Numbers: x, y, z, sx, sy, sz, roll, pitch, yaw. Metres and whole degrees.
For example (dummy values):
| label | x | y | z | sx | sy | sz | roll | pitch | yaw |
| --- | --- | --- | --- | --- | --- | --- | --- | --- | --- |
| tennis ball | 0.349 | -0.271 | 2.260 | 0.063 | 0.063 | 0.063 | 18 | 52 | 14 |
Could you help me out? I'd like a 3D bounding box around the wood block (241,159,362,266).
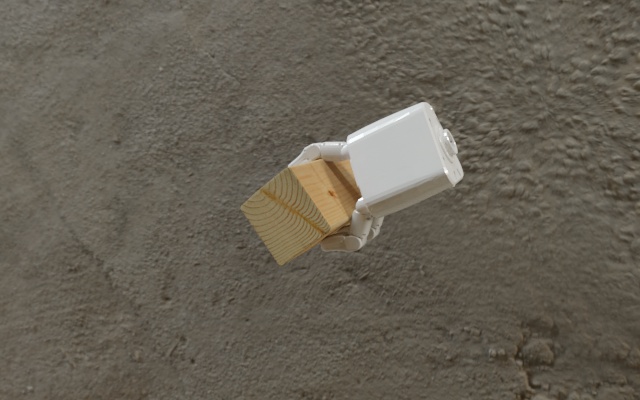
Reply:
| label | x | y | z | sx | sy | sz | roll | pitch | yaw |
| --- | --- | --- | --- | --- | --- | --- | --- | --- | --- |
| wood block | 0.000 | 0.002 | 0.649 | 0.090 | 0.091 | 0.206 | -38 | -7 | 26 |
